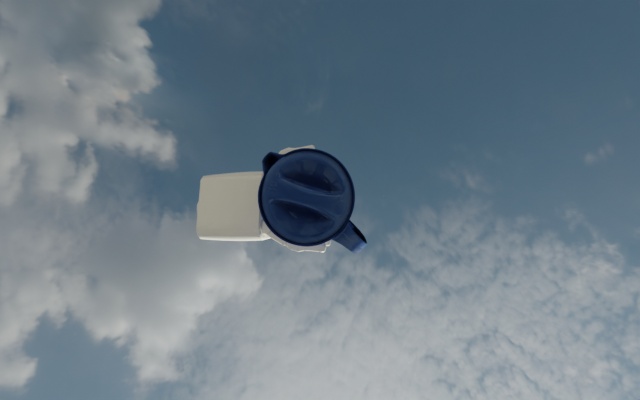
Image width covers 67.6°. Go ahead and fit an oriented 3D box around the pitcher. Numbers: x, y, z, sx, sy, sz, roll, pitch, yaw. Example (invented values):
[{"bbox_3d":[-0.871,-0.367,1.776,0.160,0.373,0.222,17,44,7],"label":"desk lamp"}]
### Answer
[{"bbox_3d":[0.000,0.002,0.756,0.145,0.149,0.243,-2,0,7],"label":"pitcher"}]
